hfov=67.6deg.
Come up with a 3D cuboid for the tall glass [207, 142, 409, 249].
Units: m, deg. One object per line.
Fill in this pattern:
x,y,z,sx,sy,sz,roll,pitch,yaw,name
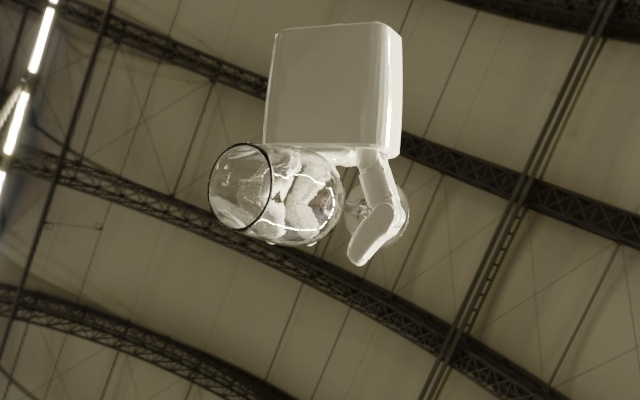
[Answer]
0.000,0.002,0.407,0.079,0.079,0.201,0,-6,35,tall glass
